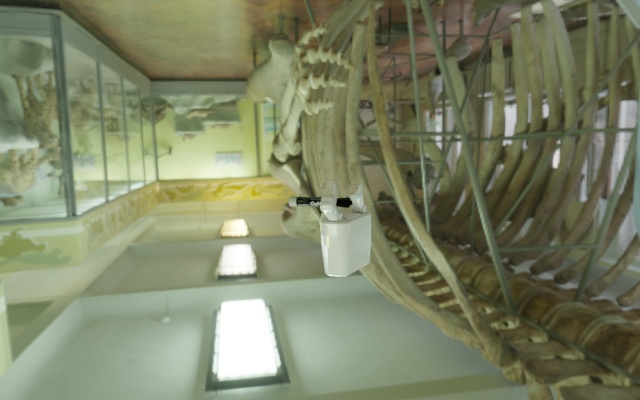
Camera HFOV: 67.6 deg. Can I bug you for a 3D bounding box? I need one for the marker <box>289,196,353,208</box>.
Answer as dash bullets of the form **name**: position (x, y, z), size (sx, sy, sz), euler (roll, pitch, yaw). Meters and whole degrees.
- **marker**: position (0.000, 0.003, 0.880), size (0.121, 0.020, 0.020), euler (1, 0, 20)
